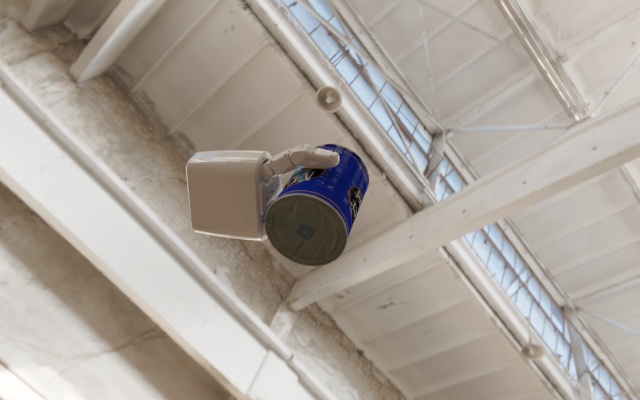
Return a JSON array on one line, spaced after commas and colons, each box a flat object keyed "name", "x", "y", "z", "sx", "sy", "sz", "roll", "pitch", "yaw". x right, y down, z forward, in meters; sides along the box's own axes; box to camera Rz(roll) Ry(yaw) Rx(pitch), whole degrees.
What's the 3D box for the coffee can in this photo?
[{"name": "coffee can", "x": 0.000, "y": 0.002, "z": 0.622, "sx": 0.103, "sy": 0.103, "sz": 0.140, "roll": 0, "pitch": 31, "yaw": 19}]
